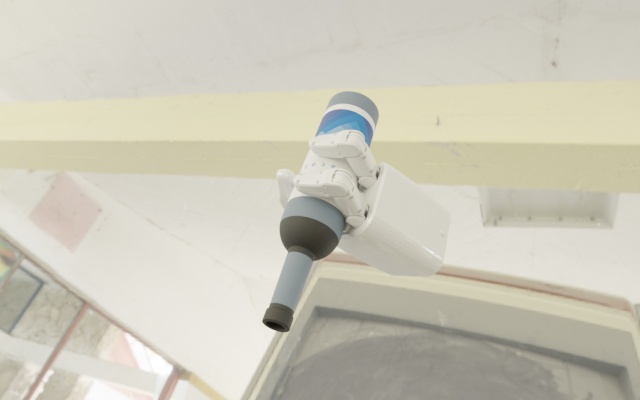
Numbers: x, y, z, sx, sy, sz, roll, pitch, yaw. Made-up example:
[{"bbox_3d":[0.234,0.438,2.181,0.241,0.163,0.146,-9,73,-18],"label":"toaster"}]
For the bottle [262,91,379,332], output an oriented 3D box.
[{"bbox_3d":[0.000,0.001,0.523,0.069,0.295,0.069,14,-34,10],"label":"bottle"}]
